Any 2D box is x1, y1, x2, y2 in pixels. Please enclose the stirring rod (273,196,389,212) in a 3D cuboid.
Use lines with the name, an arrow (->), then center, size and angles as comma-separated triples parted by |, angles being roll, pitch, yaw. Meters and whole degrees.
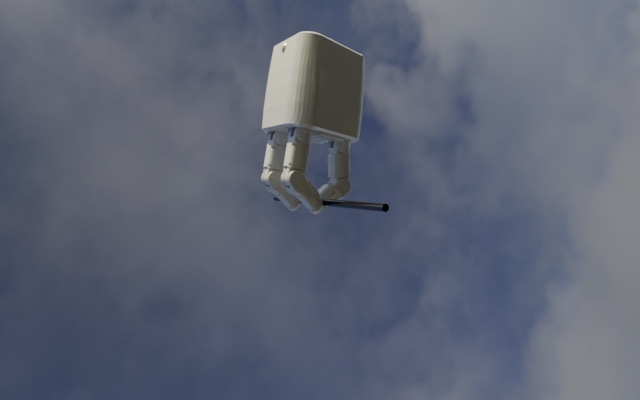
stirring rod -> 0.000, 0.002, 0.553 | 0.011, 0.011, 0.239 | 0, 2, -31
